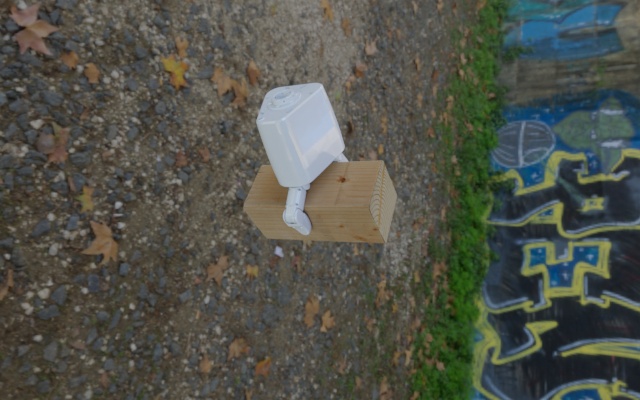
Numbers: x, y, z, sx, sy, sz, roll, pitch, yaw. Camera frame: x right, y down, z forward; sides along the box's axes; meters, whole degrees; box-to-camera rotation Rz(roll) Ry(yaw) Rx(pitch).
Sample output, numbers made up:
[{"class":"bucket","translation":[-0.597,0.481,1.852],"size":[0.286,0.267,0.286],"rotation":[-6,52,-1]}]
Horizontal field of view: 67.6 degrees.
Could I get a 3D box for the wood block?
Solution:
[{"class":"wood block","translation":[0.000,0.002,0.733],"size":[0.206,0.090,0.090],"rotation":[0,-38,27]}]
